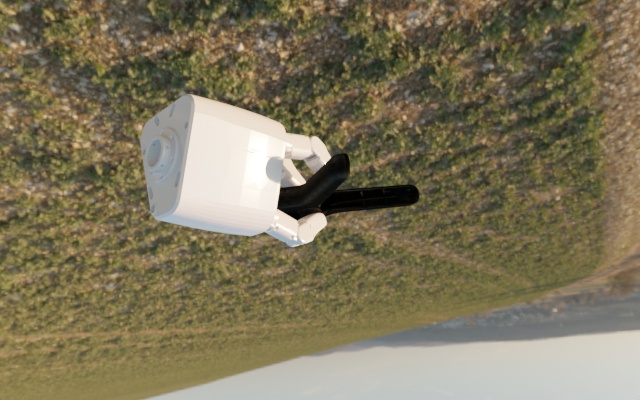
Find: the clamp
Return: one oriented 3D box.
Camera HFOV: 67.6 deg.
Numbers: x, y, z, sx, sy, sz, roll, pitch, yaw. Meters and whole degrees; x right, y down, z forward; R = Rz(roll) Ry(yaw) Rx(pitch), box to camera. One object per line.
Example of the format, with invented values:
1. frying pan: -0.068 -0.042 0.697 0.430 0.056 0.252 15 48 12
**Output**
1. clamp: 0.000 0.003 0.558 0.210 0.036 0.164 -19 -22 40
